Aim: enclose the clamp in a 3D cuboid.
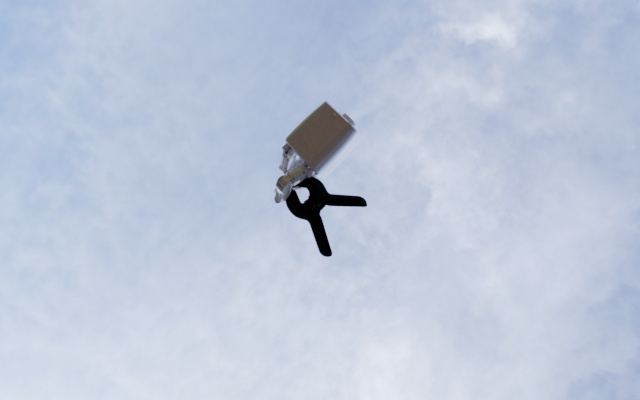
[{"bbox_3d":[0.000,0.003,0.850,0.171,0.120,0.039,48,5,26],"label":"clamp"}]
